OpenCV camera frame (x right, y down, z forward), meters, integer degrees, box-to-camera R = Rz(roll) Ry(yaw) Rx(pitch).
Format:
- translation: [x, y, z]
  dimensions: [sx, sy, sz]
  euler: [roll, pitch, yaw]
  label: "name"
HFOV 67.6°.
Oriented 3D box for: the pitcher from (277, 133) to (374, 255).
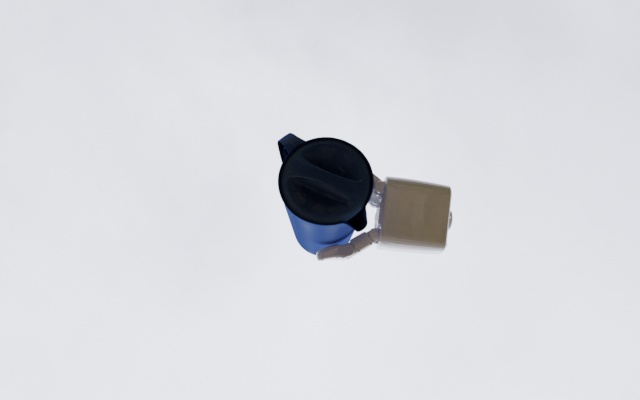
- translation: [0.000, 0.003, 0.768]
  dimensions: [0.145, 0.149, 0.243]
  euler: [5, -20, 1]
  label: "pitcher"
